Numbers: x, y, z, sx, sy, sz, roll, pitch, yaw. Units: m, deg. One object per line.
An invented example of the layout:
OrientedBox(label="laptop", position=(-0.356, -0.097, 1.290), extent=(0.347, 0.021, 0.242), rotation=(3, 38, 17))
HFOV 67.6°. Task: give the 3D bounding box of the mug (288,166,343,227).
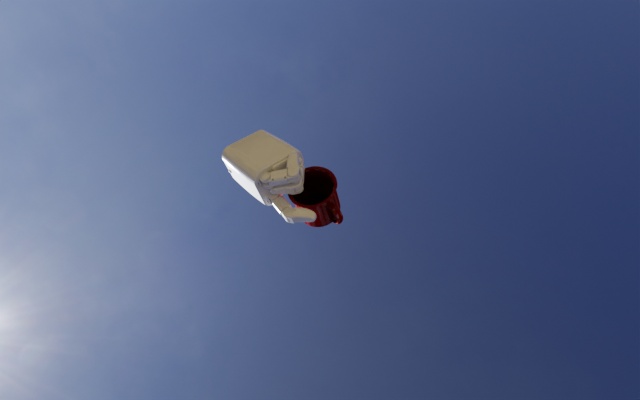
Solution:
OrientedBox(label="mug", position=(0.001, 0.004, 0.889), extent=(0.117, 0.093, 0.082), rotation=(37, -20, 31))
